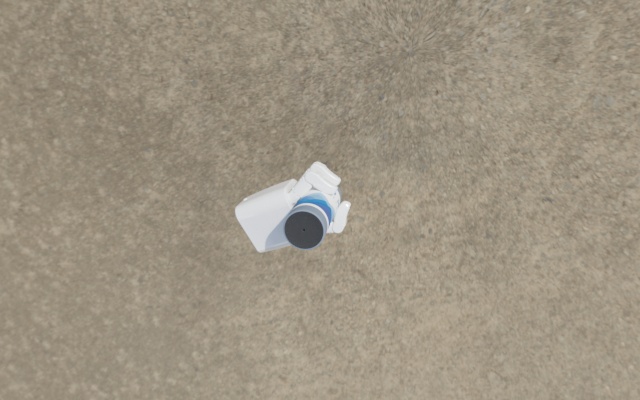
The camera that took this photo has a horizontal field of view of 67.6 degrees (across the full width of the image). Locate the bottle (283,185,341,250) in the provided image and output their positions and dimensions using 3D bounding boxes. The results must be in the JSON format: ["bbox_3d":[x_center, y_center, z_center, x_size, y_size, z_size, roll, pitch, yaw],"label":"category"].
[{"bbox_3d":[0.000,0.003,0.870,0.069,0.069,0.295,0,17,11],"label":"bottle"}]
